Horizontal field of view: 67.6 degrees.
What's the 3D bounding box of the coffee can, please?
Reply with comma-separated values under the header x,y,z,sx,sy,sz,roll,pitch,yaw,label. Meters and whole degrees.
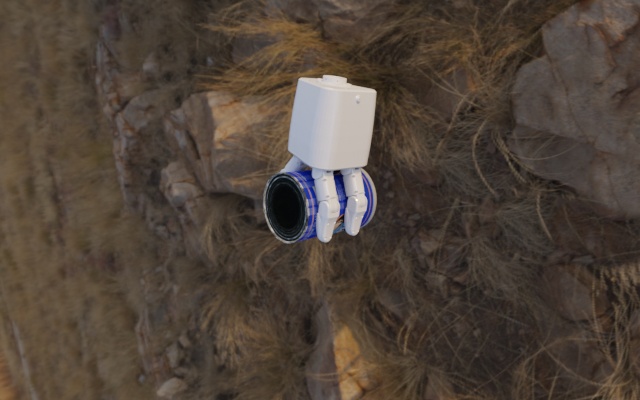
x,y,z,sx,sy,sz,roll,pitch,yaw,label
0.000,0.002,0.719,0.140,0.103,0.103,-10,6,-41,coffee can
